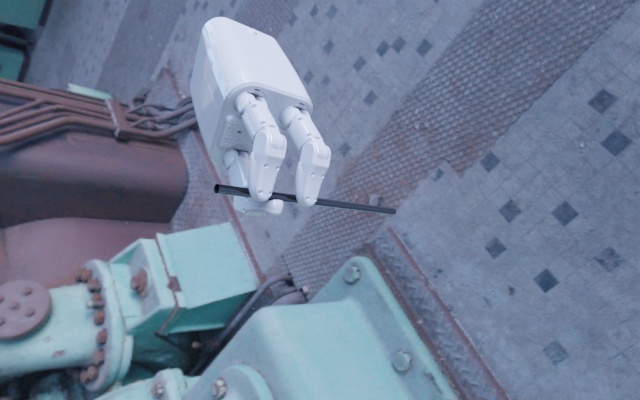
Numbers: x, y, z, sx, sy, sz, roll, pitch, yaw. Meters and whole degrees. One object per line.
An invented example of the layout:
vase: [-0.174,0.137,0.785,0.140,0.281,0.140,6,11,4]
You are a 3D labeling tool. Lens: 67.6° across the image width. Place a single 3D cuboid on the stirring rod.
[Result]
stirring rod: [0.000,0.002,0.477,0.239,0.011,0.011,7,-5,-44]
